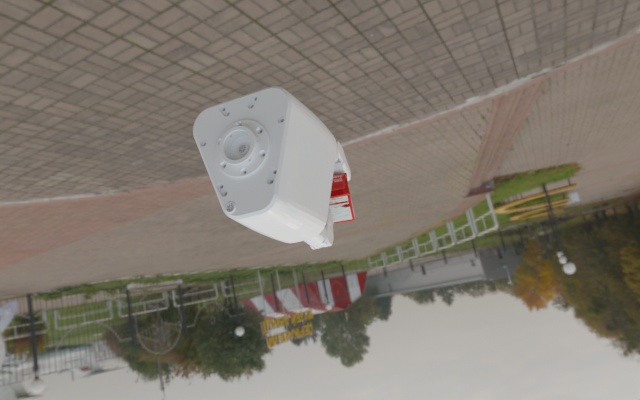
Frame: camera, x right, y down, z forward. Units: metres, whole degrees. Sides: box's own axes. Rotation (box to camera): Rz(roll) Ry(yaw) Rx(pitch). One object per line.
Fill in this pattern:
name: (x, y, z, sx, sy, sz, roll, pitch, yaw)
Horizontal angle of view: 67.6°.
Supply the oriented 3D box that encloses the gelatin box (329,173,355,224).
gelatin box: (0.000, 0.002, 0.562, 0.073, 0.030, 0.089, -10, -23, 5)
